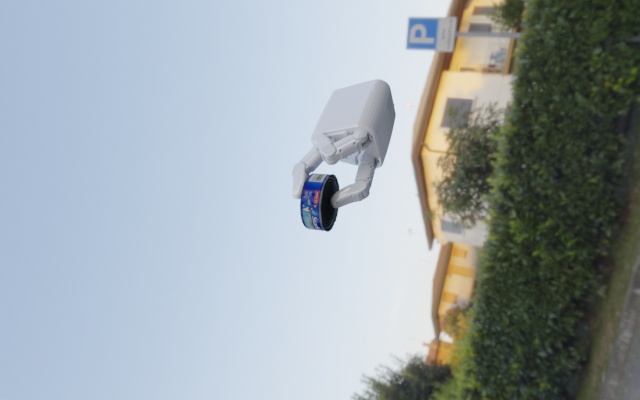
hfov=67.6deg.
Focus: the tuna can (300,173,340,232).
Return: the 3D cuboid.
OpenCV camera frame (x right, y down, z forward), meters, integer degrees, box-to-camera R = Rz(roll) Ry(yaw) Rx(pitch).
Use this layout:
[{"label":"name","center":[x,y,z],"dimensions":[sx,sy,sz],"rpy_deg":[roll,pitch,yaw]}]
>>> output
[{"label":"tuna can","center":[0.000,0.002,0.711],"dimensions":[0.034,0.086,0.086],"rpy_deg":[6,2,19]}]
